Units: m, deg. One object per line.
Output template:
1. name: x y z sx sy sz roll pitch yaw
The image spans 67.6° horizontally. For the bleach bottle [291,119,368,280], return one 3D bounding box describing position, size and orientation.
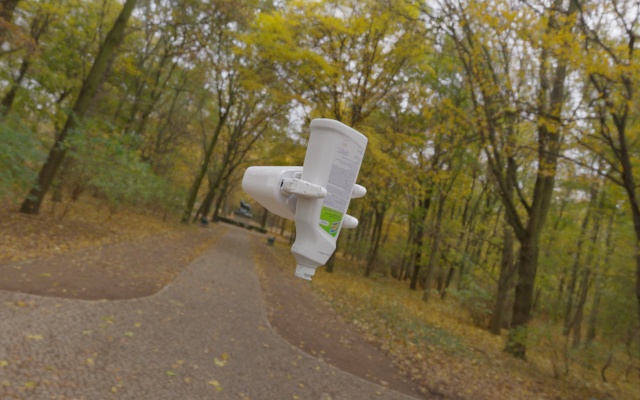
1. bleach bottle: 0.000 0.003 0.776 0.102 0.251 0.068 20 -6 -43
